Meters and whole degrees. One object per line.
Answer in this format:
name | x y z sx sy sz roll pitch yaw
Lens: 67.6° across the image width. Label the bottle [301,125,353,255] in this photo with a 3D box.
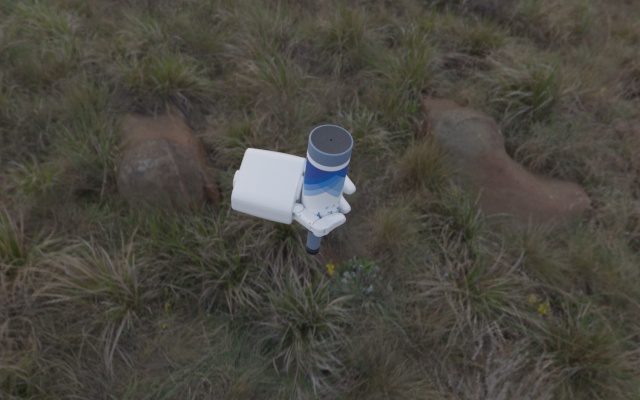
bottle | 0.000 0.003 0.822 0.069 0.069 0.296 0 -39 -8
